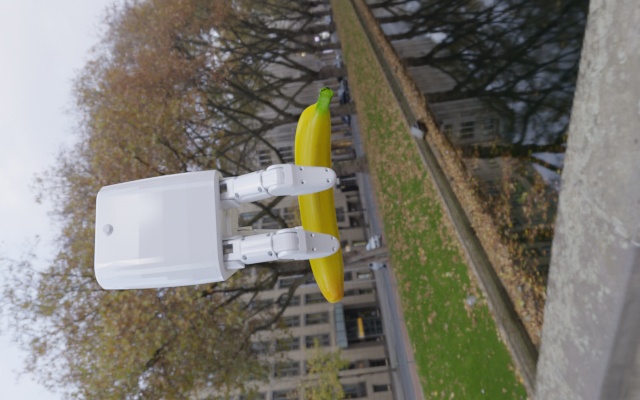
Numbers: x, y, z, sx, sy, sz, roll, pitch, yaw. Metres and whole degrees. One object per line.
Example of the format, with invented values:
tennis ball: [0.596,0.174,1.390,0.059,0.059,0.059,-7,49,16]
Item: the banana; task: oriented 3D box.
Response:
banana: [-0.002,-0.004,0.462,0.037,0.198,0.069,-5,7,-6]
